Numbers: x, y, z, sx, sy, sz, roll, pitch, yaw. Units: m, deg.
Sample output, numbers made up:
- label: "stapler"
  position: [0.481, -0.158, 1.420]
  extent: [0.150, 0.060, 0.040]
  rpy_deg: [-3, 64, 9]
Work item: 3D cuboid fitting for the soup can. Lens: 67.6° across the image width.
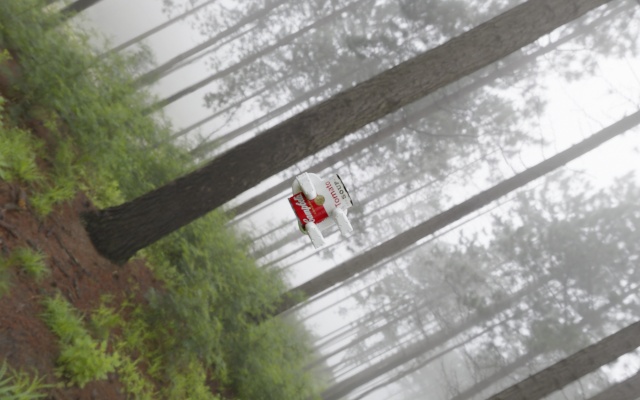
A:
- label: "soup can"
  position: [0.000, 0.003, 0.866]
  extent: [0.102, 0.068, 0.068]
  rpy_deg: [-27, 0, -1]
